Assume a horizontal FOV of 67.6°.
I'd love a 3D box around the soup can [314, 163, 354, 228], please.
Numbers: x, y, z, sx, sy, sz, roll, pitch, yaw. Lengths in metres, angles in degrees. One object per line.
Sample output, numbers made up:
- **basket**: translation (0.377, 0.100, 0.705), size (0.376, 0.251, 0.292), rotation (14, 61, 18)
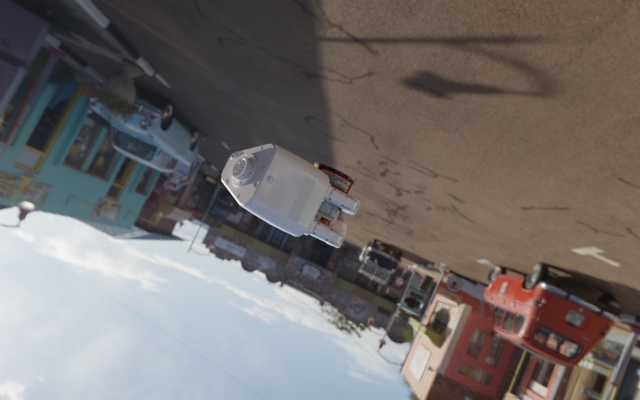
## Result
- **soup can**: translation (0.000, 0.003, 0.733), size (0.068, 0.102, 0.068), rotation (25, -7, 3)
